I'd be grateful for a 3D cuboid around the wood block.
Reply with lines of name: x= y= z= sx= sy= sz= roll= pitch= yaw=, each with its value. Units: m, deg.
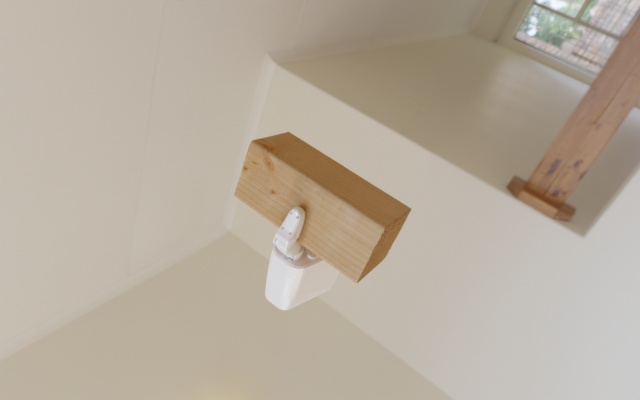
wood block: x=0.000 y=0.002 z=0.629 sx=0.206 sy=0.090 sz=0.091 roll=33 pitch=30 yaw=19
